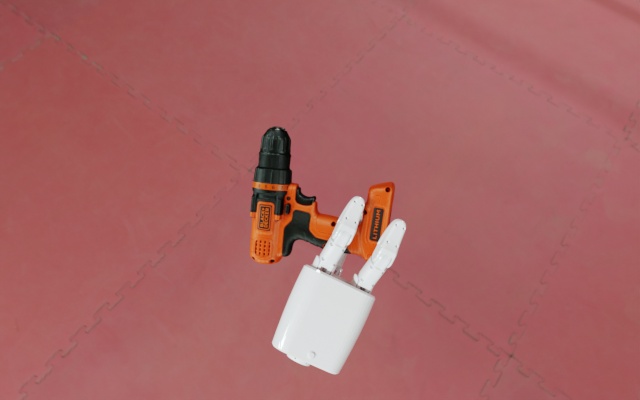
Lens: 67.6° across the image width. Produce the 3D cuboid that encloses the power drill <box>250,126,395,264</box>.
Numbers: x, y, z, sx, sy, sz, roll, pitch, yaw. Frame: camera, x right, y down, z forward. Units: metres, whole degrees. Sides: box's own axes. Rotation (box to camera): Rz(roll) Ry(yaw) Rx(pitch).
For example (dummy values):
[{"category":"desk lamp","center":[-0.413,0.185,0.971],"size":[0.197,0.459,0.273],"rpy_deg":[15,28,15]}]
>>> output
[{"category":"power drill","center":[0.001,0.002,0.628],"size":[0.187,0.184,0.057],"rpy_deg":[8,9,12]}]
